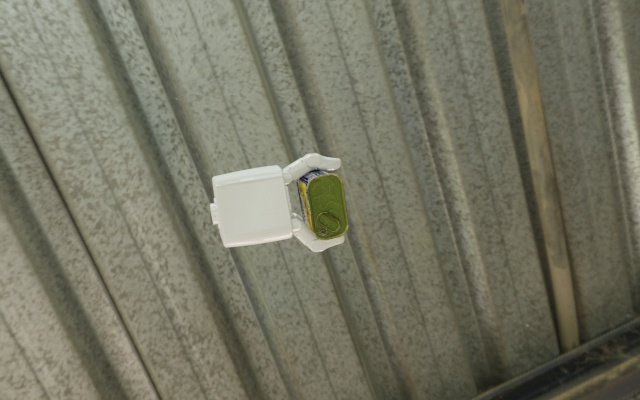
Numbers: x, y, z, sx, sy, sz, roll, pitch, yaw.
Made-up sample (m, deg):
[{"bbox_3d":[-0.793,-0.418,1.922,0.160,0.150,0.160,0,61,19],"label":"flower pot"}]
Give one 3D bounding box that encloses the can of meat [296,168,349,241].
[{"bbox_3d":[0.000,0.002,0.761,0.057,0.102,0.084,-13,15,-14],"label":"can of meat"}]
